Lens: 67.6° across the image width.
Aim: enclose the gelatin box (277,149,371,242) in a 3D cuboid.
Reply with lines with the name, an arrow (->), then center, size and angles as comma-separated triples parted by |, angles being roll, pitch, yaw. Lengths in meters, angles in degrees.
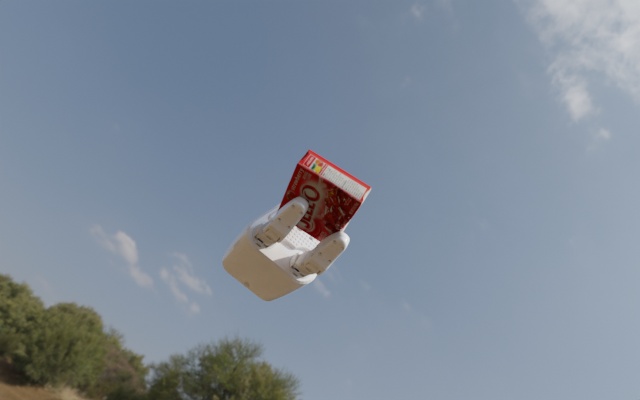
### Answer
gelatin box -> 0.000, 0.001, 0.491 | 0.073, 0.030, 0.089 | 32, -42, 3
